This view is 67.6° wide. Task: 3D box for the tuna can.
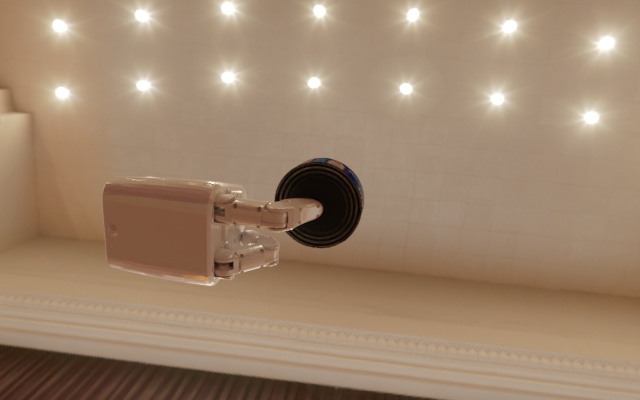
[{"bbox_3d":[0.000,0.001,0.472,0.086,0.086,0.033,0,14,12],"label":"tuna can"}]
